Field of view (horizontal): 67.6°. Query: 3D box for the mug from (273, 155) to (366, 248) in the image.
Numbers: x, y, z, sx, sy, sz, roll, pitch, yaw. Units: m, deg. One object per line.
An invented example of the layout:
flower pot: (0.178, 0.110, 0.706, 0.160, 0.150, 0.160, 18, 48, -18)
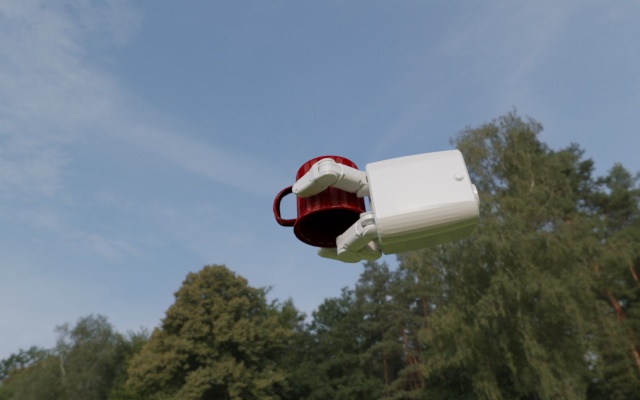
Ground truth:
mug: (-0.001, 0.002, 0.581, 0.117, 0.081, 0.093, -9, -34, 6)
